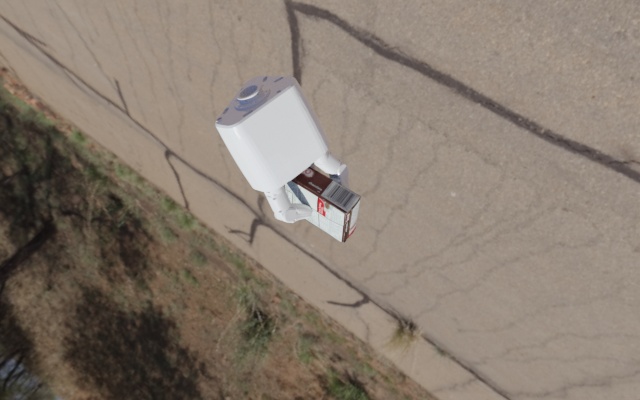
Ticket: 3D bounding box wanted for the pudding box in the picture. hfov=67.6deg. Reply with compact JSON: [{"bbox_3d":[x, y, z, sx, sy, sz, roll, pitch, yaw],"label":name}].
[{"bbox_3d":[0.000,0.002,0.696,0.113,0.039,0.090,33,-26,18],"label":"pudding box"}]
